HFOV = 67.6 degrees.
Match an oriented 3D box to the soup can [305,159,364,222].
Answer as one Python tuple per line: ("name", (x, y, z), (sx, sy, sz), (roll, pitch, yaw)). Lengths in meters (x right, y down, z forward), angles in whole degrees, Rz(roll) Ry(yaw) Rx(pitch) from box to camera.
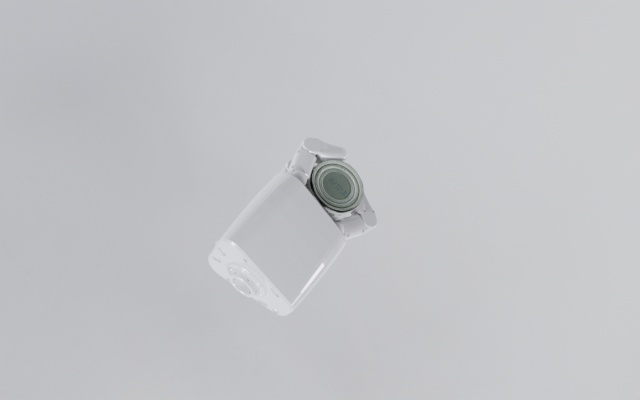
("soup can", (0.001, 0.002, 0.580), (0.068, 0.068, 0.102), (0, -23, -25))
